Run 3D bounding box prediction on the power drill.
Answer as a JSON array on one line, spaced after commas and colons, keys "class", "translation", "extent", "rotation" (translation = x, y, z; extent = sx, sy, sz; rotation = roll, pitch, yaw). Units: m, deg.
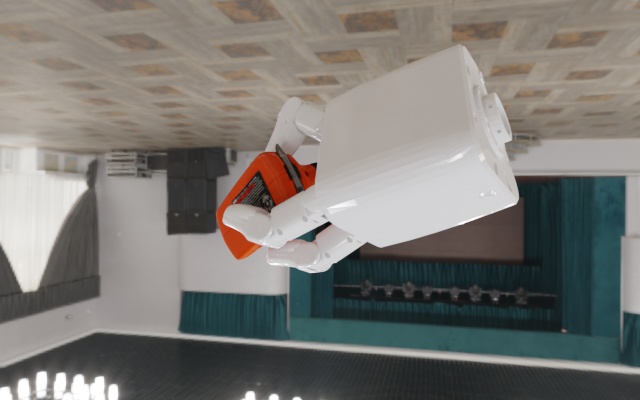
[{"class": "power drill", "translation": [0.000, 0.001, 0.456], "extent": [0.187, 0.057, 0.184], "rotation": [-13, -24, -43]}]
